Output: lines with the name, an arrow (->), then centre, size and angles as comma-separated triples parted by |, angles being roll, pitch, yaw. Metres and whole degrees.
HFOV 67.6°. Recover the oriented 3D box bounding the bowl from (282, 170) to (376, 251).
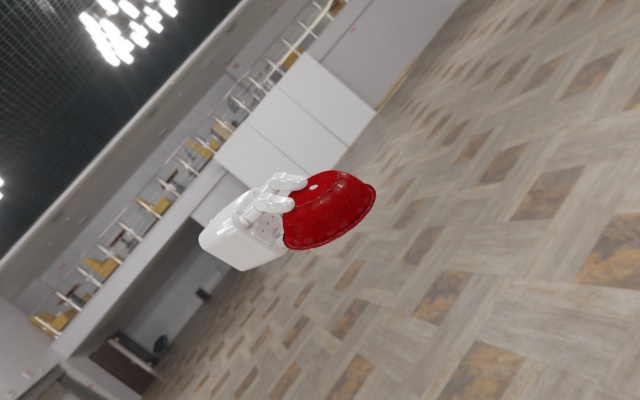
bowl -> 0.001, 0.002, 0.718 | 0.162, 0.055, 0.162 | -26, 23, 12
